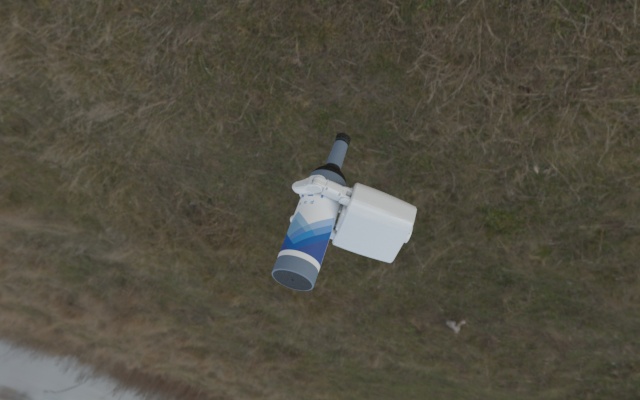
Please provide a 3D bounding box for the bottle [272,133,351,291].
[{"bbox_3d":[0.000,0.003,0.791,0.069,0.295,0.069,14,-33,9],"label":"bottle"}]
